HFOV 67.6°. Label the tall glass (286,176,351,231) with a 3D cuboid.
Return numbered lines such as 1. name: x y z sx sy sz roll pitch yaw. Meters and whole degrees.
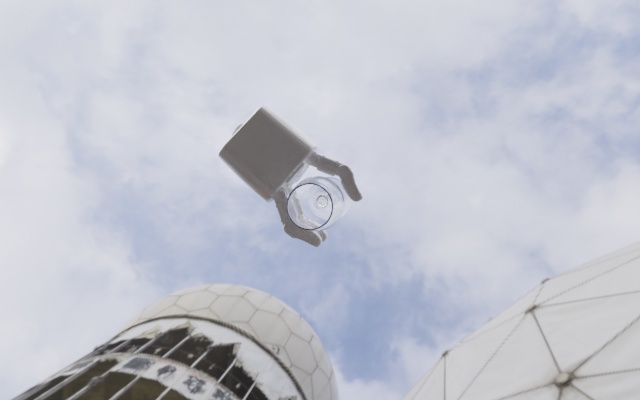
1. tall glass: 0.000 0.002 0.713 0.079 0.079 0.201 0 3 8
